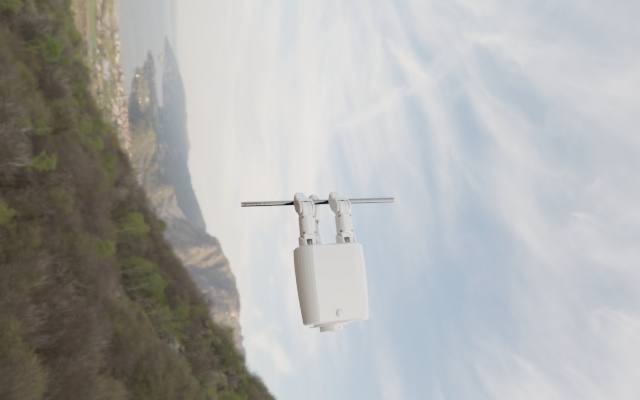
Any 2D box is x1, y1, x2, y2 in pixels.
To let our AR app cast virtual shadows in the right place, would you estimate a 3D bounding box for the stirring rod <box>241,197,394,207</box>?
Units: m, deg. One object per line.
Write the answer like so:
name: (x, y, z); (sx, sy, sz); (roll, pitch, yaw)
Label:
stirring rod: (0.000, 0.002, 0.730); (0.239, 0.011, 0.011); (-2, 0, -15)
